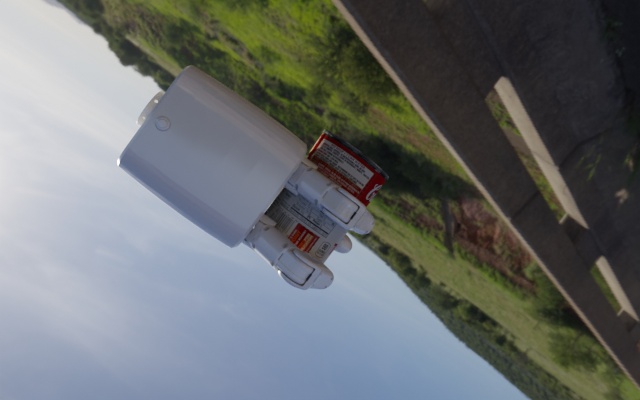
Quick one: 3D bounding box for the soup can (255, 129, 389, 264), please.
[{"bbox_3d":[0.000,0.002,0.402,0.068,0.102,0.068,37,1,-1],"label":"soup can"}]
